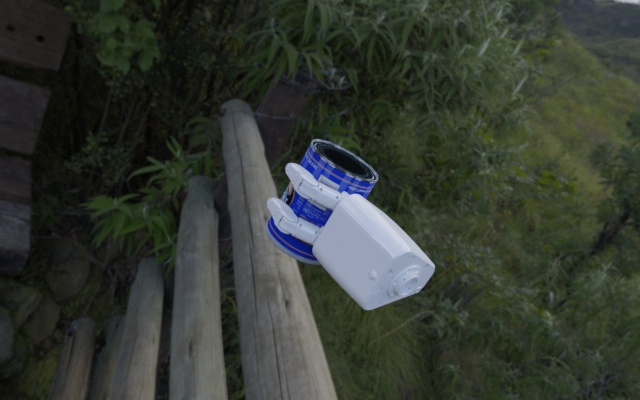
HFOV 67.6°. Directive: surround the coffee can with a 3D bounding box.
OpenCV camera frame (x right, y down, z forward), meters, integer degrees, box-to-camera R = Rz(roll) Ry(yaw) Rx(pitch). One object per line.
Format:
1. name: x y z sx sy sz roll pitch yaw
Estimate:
1. coffee can: 0.000 0.002 0.656 0.103 0.140 0.102 26 21 -11
